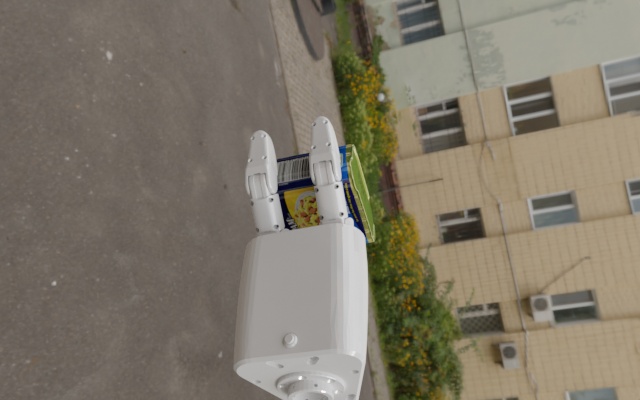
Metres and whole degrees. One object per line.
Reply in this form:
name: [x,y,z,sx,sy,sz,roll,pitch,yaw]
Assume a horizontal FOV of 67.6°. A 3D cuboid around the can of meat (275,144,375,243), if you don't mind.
can of meat: [0.000,0.001,0.442,0.084,0.102,0.057,-10,42,13]
